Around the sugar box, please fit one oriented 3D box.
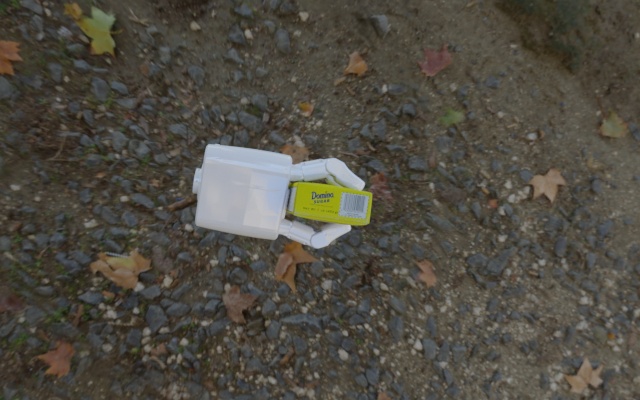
[{"bbox_3d":[0.000,0.002,0.640,0.093,0.048,0.176,9,2,-11],"label":"sugar box"}]
